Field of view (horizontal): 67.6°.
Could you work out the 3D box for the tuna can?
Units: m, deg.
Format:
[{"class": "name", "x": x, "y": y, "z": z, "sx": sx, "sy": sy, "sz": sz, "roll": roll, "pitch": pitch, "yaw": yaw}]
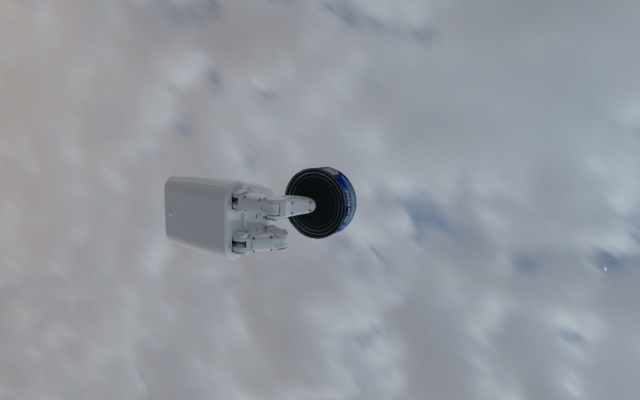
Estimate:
[{"class": "tuna can", "x": 0.000, "y": 0.002, "z": 0.583, "sx": 0.086, "sy": 0.086, "sz": 0.034, "roll": 0, "pitch": 8, "yaw": 31}]
